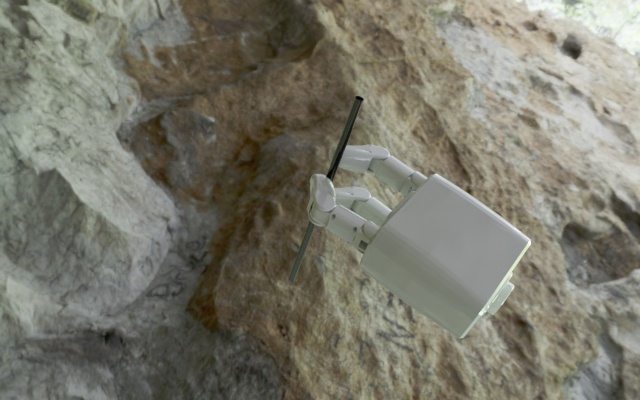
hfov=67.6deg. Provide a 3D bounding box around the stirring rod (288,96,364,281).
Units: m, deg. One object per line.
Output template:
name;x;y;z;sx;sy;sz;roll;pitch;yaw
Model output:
stirring rod;0.000;0.002;0.485;0.011;0.240;0.011;13;38;-10
